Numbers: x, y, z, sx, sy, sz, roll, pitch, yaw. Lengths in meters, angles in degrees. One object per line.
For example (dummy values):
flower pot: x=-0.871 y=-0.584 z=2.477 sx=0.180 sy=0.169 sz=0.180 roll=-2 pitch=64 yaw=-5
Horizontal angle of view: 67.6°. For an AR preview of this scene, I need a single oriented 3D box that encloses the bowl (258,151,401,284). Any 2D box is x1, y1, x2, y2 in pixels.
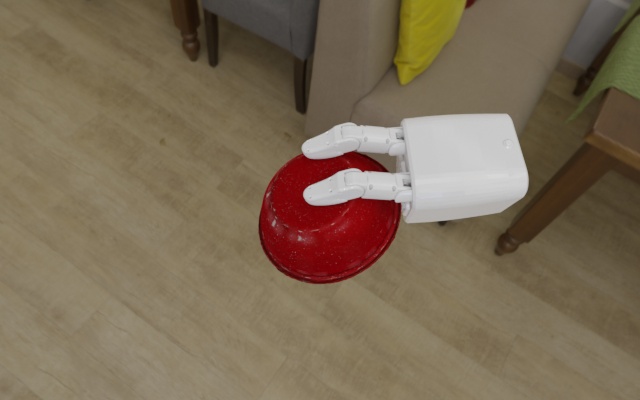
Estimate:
bowl: x=-0.001 y=0.002 z=0.498 sx=0.162 sy=0.162 sz=0.055 roll=0 pitch=-27 yaw=19
